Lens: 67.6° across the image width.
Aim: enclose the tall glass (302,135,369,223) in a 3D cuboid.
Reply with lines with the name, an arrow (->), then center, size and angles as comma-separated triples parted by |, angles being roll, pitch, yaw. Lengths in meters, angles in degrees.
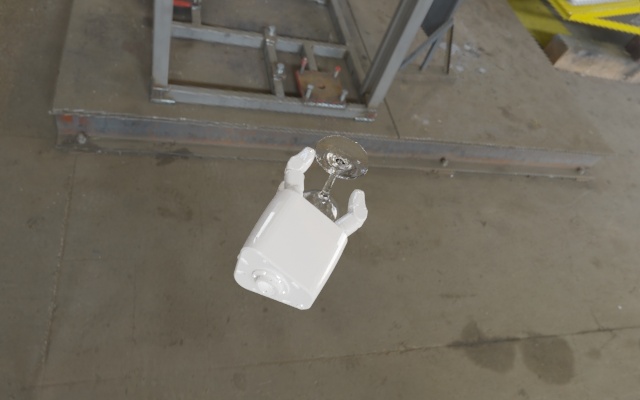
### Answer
tall glass -> 0.000, 0.002, 0.692 | 0.079, 0.079, 0.201 | 0, -36, -20
